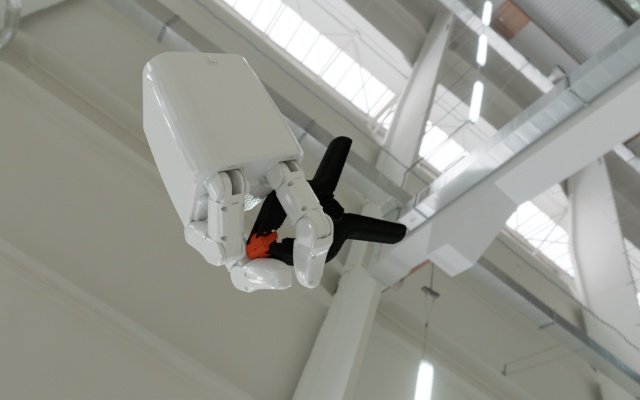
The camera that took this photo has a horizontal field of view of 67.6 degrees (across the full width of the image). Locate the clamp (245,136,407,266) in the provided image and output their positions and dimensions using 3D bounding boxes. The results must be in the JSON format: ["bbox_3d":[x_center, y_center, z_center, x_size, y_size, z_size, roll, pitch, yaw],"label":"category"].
[{"bbox_3d":[0.000,0.002,0.433,0.171,0.120,0.039,-14,-22,-44],"label":"clamp"}]
